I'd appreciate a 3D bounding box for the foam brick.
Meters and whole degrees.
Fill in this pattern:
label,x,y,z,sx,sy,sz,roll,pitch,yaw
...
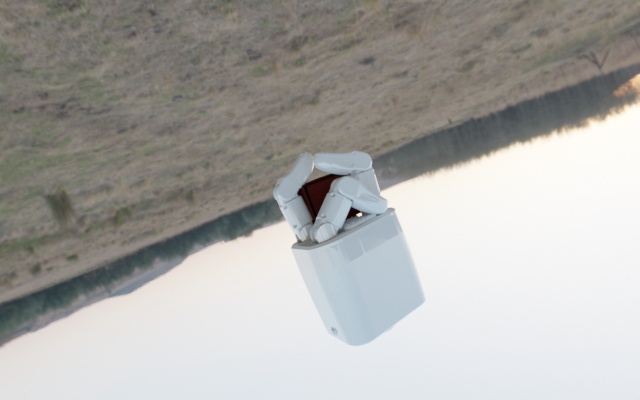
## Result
label,x,y,z,sx,sy,sz,roll,pitch,yaw
foam brick,0.000,0.002,0.538,0.053,0.051,0.078,-23,4,-19
